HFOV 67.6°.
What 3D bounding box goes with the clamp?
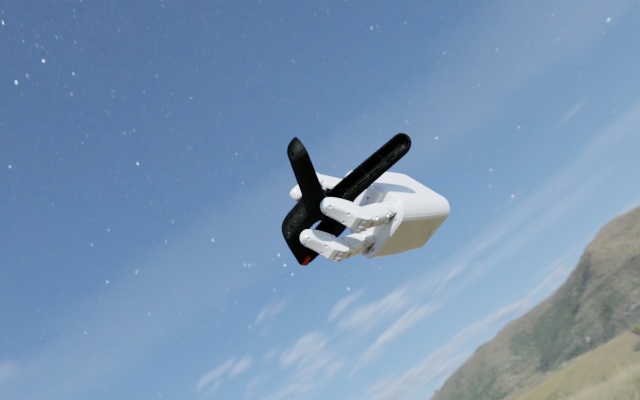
[{"bbox_3d":[0.000,0.002,0.566,0.164,0.210,0.036,-1,44,-40],"label":"clamp"}]
